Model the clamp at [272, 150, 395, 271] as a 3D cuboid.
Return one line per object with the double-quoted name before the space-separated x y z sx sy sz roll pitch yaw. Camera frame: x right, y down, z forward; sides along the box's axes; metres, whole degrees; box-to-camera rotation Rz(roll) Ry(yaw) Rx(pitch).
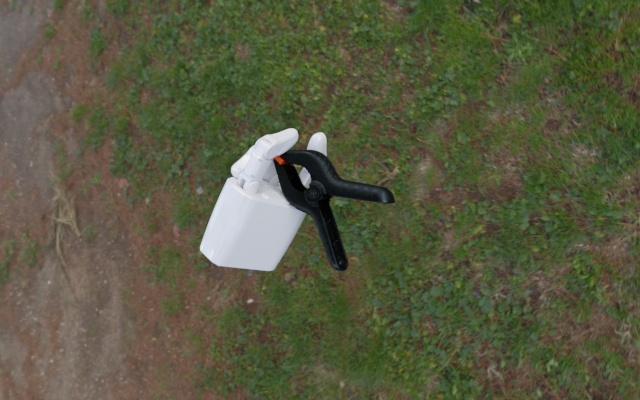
"clamp" 0.000 0.002 0.590 0.171 0.120 0.039 36 18 29
